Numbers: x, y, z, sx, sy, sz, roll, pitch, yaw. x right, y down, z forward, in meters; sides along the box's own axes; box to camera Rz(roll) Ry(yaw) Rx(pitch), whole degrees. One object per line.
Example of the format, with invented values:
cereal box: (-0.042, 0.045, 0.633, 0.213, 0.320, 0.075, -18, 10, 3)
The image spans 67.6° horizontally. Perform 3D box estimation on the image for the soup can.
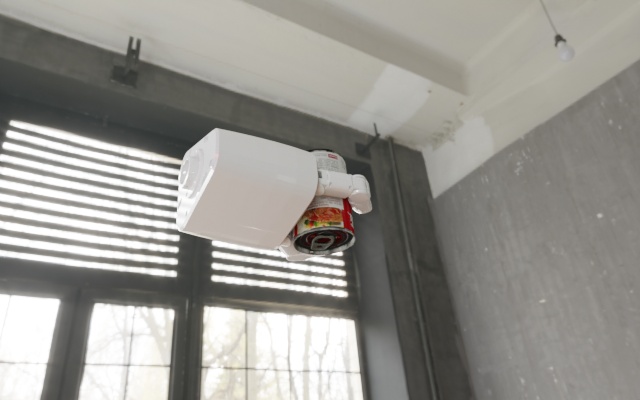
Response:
soup can: (0.001, 0.002, 0.537, 0.068, 0.102, 0.068, -4, -29, -2)
